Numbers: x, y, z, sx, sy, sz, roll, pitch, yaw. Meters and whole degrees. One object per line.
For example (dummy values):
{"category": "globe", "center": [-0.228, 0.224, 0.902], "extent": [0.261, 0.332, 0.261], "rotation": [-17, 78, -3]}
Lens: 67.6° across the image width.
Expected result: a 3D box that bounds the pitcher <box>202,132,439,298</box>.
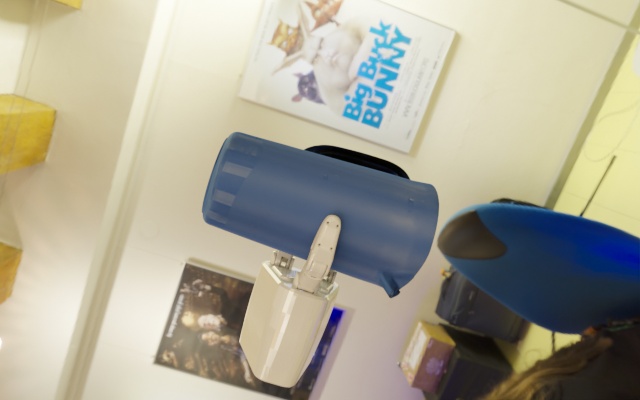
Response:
{"category": "pitcher", "center": [0.000, 0.002, 0.547], "extent": [0.243, 0.145, 0.149], "rotation": [18, 5, -7]}
